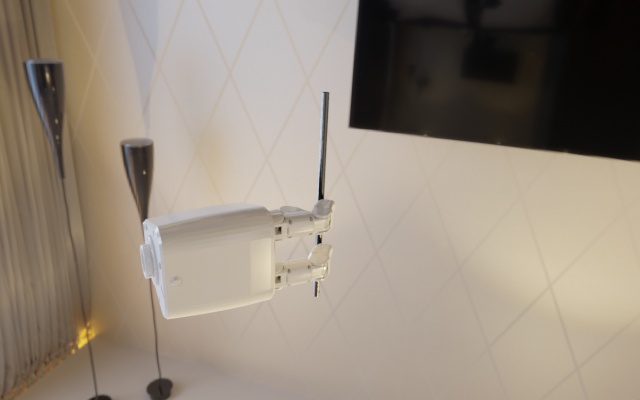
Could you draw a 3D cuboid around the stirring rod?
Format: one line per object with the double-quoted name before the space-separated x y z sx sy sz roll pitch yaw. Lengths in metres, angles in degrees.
"stirring rod" 0.000 0.002 0.531 0.011 0.240 0.011 2 21 -1
